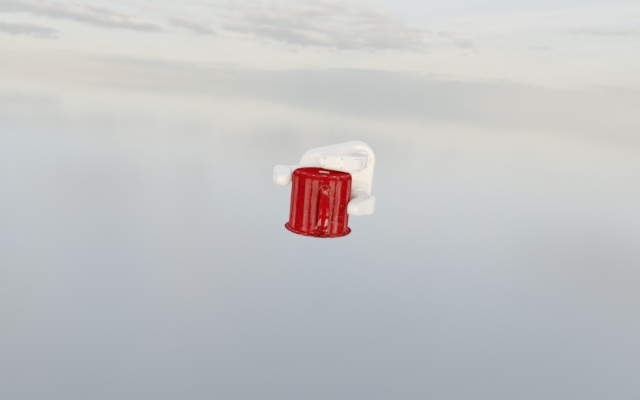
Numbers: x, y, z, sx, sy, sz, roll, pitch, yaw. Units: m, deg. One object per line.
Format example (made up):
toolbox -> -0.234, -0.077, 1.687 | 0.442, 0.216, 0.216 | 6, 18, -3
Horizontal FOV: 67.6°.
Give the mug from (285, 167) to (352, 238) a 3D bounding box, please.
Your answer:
mug -> 0.000, 0.002, 0.639 | 0.093, 0.081, 0.117 | 4, 12, -2
